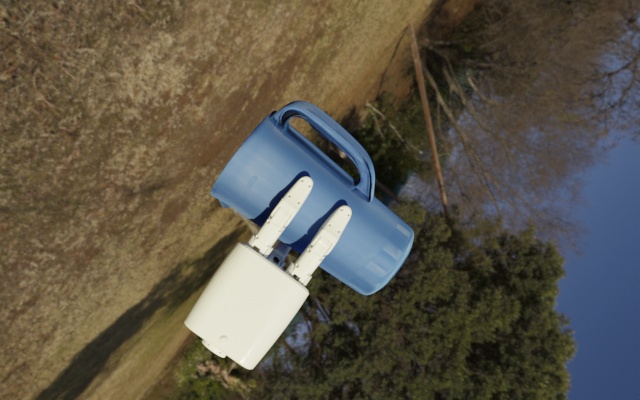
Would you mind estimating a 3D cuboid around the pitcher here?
[{"bbox_3d":[0.000,0.002,0.600,0.243,0.145,0.149,37,-16,-4],"label":"pitcher"}]
